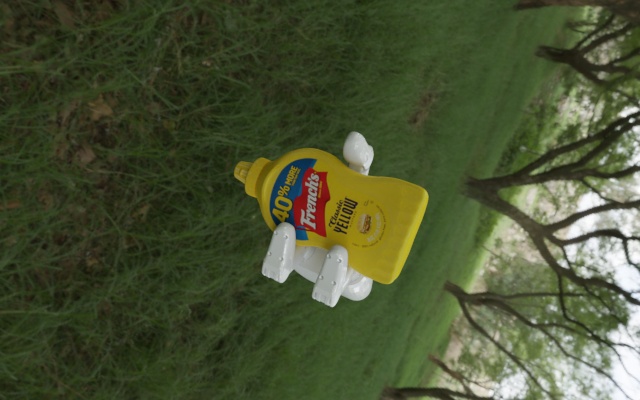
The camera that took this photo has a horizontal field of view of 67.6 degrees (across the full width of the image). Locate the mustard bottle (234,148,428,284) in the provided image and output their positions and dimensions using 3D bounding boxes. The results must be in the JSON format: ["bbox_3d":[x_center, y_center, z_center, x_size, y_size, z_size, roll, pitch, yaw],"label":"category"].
[{"bbox_3d":[0.000,0.002,0.469,0.191,0.096,0.058,22,9,17],"label":"mustard bottle"}]
